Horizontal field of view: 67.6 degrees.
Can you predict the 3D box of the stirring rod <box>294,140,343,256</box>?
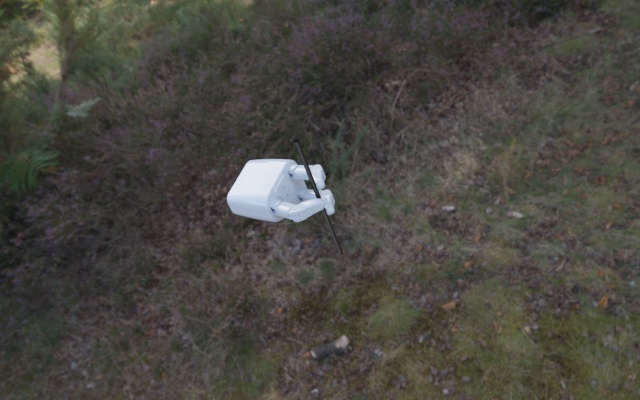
[{"bbox_3d":[0.000,0.003,0.806,0.011,0.240,0.011,-15,32,10],"label":"stirring rod"}]
